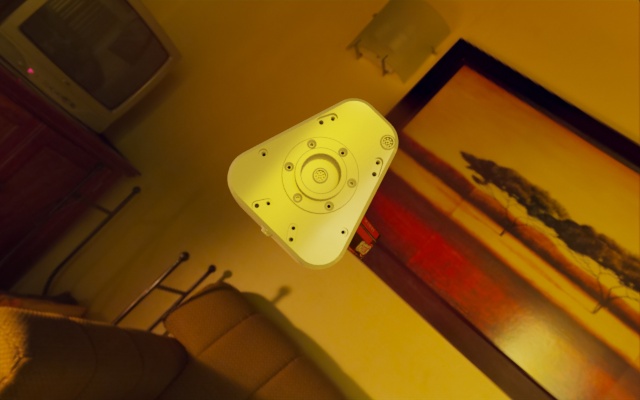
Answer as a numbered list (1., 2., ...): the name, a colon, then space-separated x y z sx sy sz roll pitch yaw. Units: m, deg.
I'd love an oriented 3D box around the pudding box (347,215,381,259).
1. pudding box: 0.000 0.001 0.469 0.113 0.039 0.090 42 -3 30
